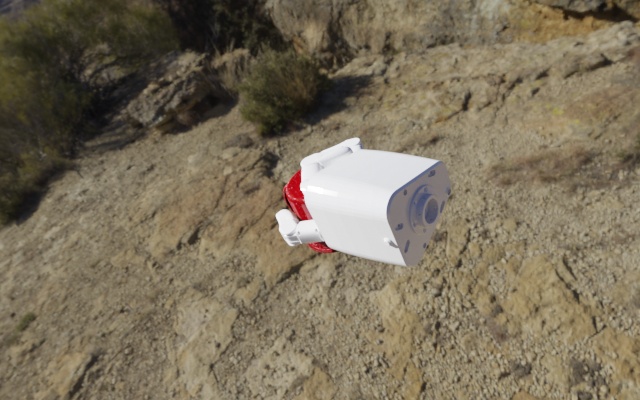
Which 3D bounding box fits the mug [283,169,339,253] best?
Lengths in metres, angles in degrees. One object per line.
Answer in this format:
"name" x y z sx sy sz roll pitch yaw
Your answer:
"mug" -0.001 0.002 0.596 0.117 0.081 0.093 10 48 42
